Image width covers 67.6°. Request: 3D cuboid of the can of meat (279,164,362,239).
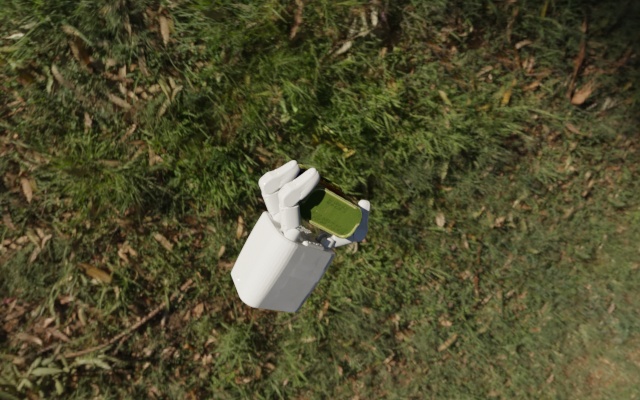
[{"bbox_3d":[0.000,0.002,0.668,0.102,0.057,0.084,28,9,-30],"label":"can of meat"}]
